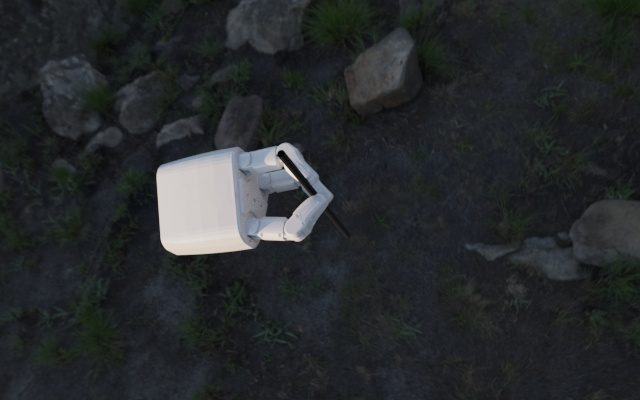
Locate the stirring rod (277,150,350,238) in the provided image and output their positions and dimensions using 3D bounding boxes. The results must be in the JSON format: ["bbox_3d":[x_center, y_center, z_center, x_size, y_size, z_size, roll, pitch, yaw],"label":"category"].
[{"bbox_3d":[0.000,0.002,0.553,0.011,0.011,0.240,0,-22,20],"label":"stirring rod"}]
